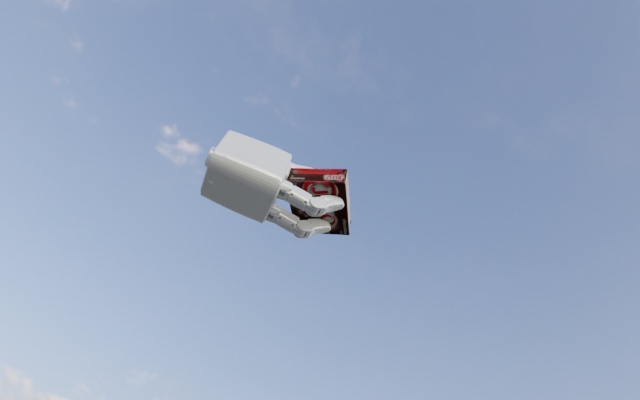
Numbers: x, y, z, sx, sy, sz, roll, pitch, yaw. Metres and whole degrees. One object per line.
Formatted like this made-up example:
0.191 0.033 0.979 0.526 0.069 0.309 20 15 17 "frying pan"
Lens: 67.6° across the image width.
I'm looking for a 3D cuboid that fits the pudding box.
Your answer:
0.000 0.002 0.743 0.090 0.114 0.039 2 44 12 "pudding box"
